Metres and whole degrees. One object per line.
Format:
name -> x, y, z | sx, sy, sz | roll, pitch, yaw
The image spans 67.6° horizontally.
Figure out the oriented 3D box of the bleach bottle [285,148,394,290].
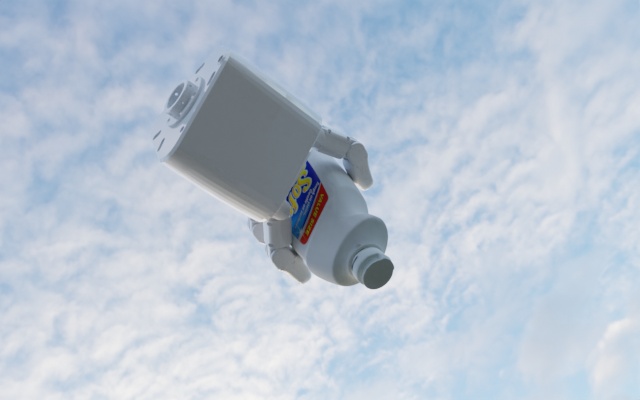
bleach bottle -> 0.000, 0.002, 0.479 | 0.068, 0.102, 0.250 | 32, 7, -34
